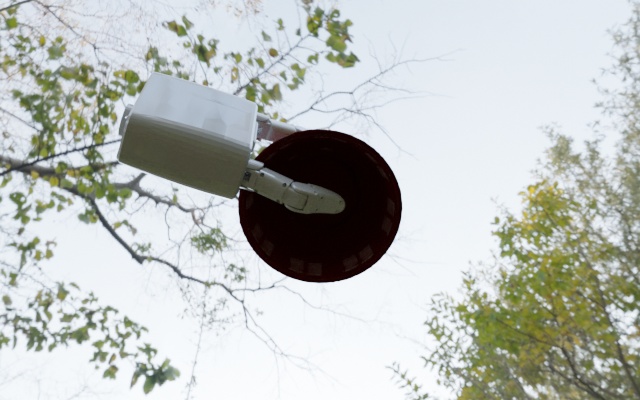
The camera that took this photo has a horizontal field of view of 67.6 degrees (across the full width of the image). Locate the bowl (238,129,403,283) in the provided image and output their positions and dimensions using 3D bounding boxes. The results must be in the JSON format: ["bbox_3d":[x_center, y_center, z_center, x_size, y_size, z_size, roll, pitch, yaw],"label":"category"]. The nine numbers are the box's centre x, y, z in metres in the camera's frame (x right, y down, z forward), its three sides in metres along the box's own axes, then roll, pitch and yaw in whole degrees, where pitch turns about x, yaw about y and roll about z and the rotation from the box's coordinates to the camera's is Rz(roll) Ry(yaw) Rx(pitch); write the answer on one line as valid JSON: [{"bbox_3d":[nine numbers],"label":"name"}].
[{"bbox_3d":[0.001,0.002,0.491,0.162,0.162,0.055,0,20,2],"label":"bowl"}]
